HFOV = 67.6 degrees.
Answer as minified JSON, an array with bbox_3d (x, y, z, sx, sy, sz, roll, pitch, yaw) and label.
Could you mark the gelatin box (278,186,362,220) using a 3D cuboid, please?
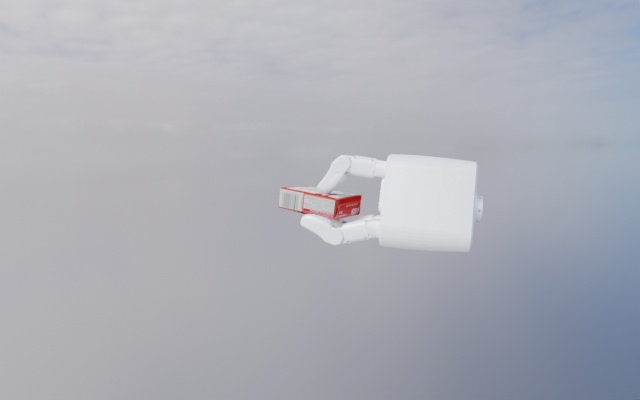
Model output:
[{"bbox_3d":[0.000,0.002,0.638,0.089,0.030,0.073,12,9,27],"label":"gelatin box"}]
